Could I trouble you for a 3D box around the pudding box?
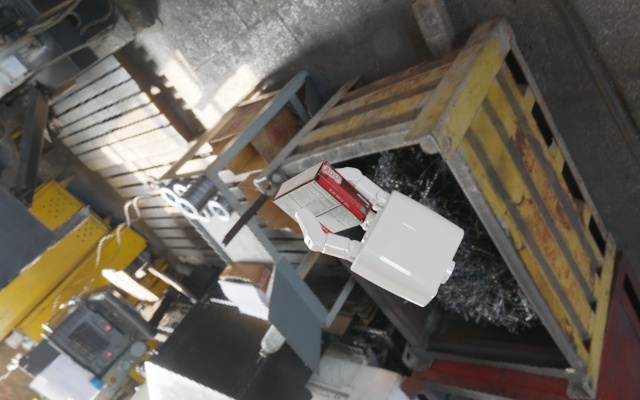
[{"bbox_3d":[0.000,0.002,0.633,0.090,0.039,0.113,42,-35,-17],"label":"pudding box"}]
